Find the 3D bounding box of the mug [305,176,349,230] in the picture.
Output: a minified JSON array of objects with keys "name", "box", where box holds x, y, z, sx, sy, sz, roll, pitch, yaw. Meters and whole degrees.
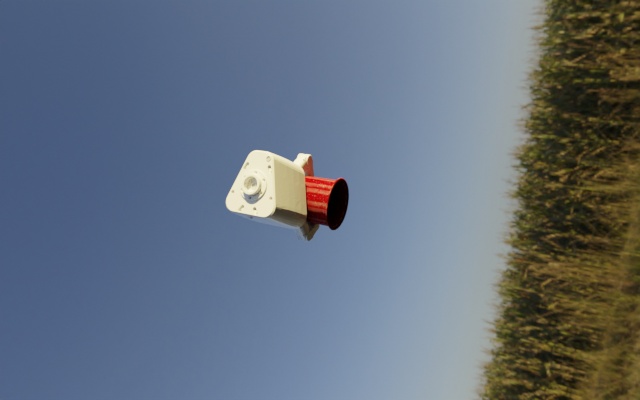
[{"name":"mug","box":[0.001,0.003,0.864,0.081,0.093,0.117,10,-8,25]}]
